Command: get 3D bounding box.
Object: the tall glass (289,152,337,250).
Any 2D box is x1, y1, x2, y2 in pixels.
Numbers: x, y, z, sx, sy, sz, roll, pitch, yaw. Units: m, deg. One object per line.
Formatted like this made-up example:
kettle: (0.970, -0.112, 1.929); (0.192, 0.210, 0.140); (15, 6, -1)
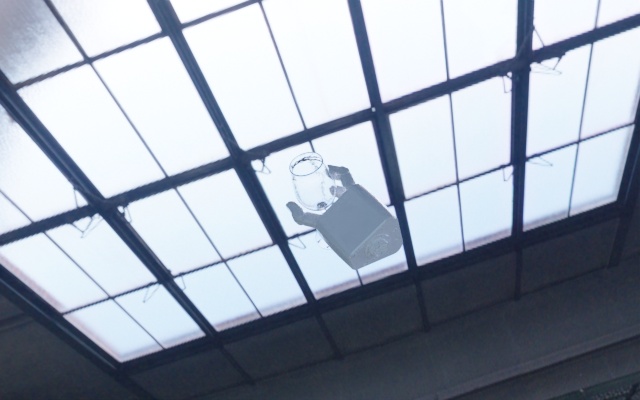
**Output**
tall glass: (0.000, 0.003, 0.899); (0.079, 0.079, 0.201); (0, -43, 21)
